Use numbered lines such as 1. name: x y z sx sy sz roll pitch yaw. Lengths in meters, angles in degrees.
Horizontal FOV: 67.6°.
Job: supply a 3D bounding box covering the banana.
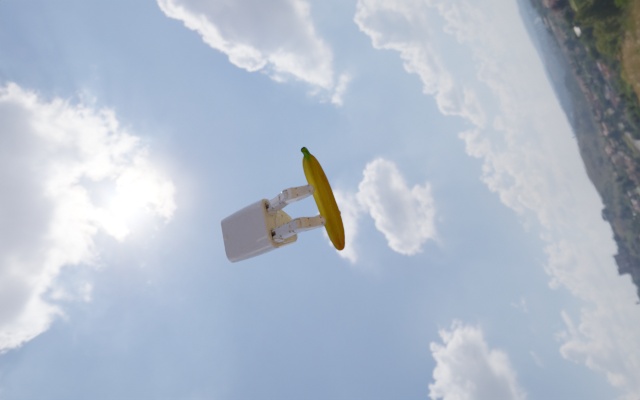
1. banana: 0.004 -0.003 0.880 0.037 0.198 0.069 -21 3 18
